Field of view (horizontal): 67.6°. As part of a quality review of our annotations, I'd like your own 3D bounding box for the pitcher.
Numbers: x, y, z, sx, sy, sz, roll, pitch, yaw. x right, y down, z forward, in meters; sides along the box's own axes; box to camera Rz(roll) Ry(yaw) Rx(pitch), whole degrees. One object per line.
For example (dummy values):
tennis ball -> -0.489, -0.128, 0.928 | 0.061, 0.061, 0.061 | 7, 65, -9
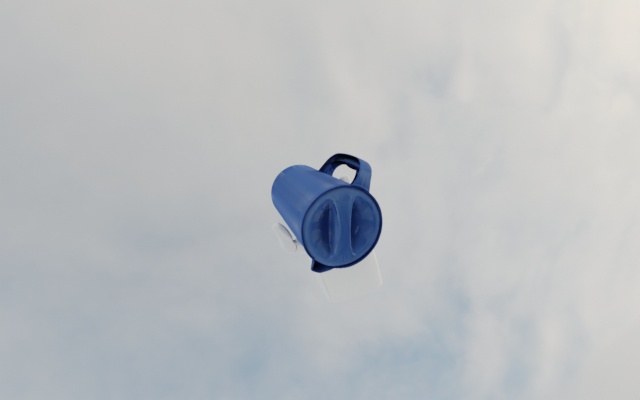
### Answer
pitcher -> 0.000, 0.003, 0.818 | 0.149, 0.145, 0.242 | -25, 23, -13
